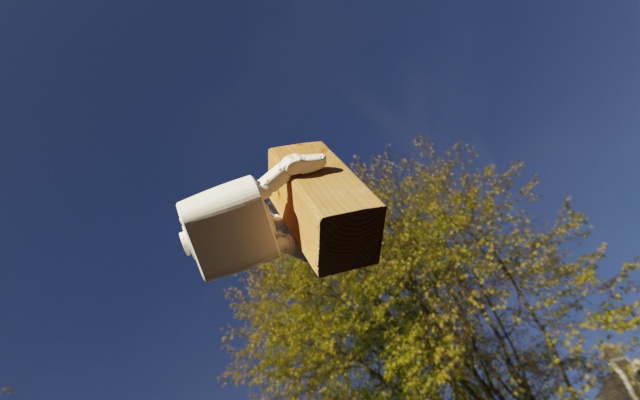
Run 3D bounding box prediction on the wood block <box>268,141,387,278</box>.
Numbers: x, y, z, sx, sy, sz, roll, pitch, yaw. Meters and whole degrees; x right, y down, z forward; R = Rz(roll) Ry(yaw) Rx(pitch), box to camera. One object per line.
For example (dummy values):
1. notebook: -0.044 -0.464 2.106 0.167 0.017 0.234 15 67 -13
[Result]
1. wood block: 0.000 0.002 0.663 0.090 0.091 0.206 -10 33 -20
